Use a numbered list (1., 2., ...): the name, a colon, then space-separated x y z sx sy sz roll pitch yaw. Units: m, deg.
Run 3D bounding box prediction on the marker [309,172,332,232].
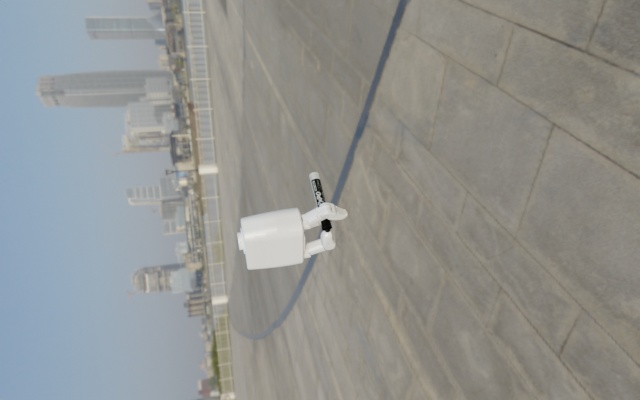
1. marker: 0.000 0.003 0.871 0.020 0.121 0.020 -11 -28 -6
